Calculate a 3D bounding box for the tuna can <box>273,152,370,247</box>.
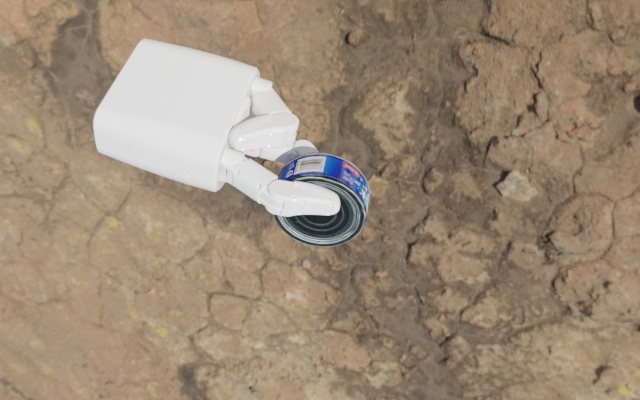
[{"bbox_3d":[0.000,0.002,0.424,0.086,0.086,0.033,0,41,11],"label":"tuna can"}]
